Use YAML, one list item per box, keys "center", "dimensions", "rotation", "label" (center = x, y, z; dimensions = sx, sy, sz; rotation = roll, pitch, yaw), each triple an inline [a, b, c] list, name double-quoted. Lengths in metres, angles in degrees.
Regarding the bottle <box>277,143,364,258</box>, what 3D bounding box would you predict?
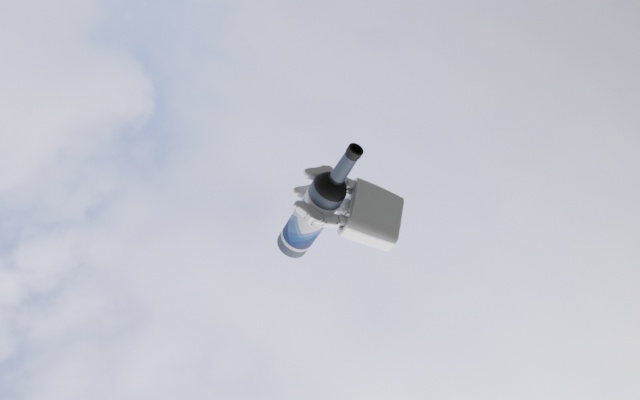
- center: [0.000, 0.003, 0.892]
  dimensions: [0.069, 0.069, 0.296]
  rotation: [0, -37, -30]
  label: "bottle"
